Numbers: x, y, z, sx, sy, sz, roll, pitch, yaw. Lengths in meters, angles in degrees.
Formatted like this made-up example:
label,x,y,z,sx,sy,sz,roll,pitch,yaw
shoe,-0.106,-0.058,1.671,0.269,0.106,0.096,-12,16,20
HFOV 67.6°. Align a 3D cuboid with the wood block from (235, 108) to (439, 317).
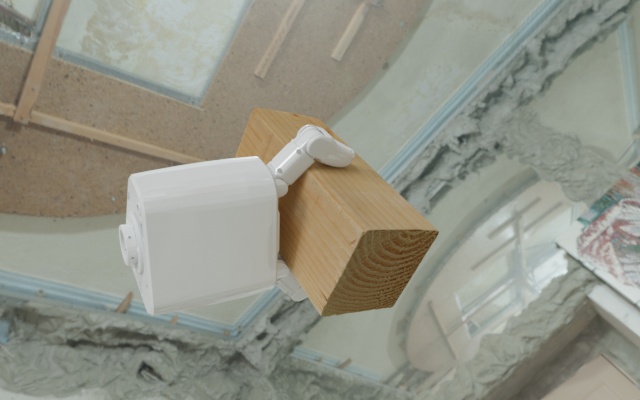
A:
label,x,y,z,sx,sy,sz,roll,pitch,yaw
wood block,0.000,0.001,0.458,0.090,0.091,0.206,3,33,-38
